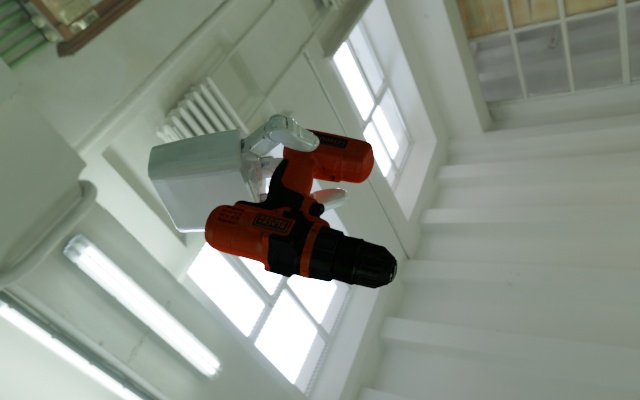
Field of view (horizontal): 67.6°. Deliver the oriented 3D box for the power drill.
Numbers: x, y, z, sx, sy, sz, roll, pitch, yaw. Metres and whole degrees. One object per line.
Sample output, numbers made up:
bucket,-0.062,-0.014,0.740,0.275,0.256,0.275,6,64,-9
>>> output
power drill,0.000,0.001,0.493,0.184,0.057,0.187,14,40,11
